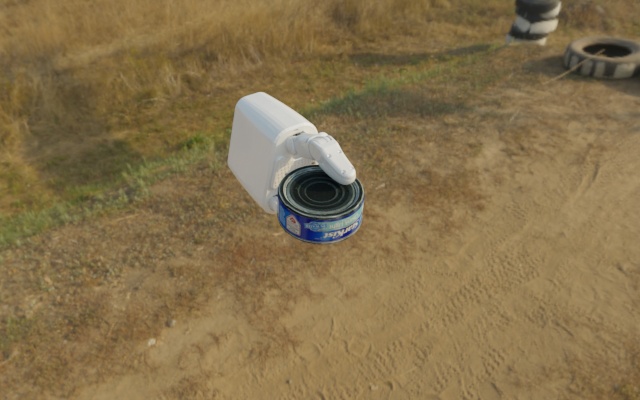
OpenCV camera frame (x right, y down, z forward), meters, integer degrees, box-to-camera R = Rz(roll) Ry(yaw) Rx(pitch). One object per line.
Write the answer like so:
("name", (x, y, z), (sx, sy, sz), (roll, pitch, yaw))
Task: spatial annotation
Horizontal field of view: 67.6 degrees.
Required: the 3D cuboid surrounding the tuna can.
("tuna can", (0.000, 0.001, 0.469), (0.086, 0.034, 0.086), (2, 40, -2))
